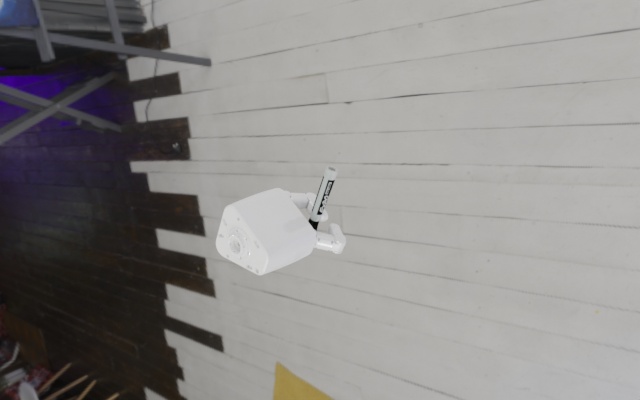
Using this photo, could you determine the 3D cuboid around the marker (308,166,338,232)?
[{"bbox_3d":[0.000,0.002,0.736,0.020,0.121,0.020,15,30,-9],"label":"marker"}]
